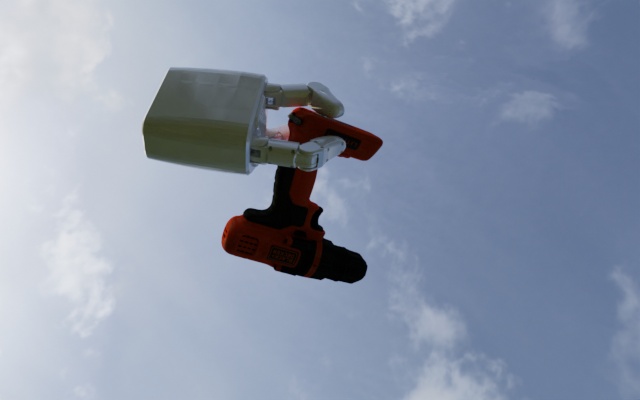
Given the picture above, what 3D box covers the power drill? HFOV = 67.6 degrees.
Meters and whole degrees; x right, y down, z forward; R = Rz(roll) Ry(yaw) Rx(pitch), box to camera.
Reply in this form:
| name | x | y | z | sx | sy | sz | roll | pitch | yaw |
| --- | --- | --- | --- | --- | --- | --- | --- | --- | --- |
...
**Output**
| name | x | y | z | sx | sy | sz | roll | pitch | yaw |
| --- | --- | --- | --- | --- | --- | --- | --- | --- | --- |
| power drill | 0.000 | 0.001 | 0.549 | 0.184 | 0.188 | 0.057 | 17 | 12 | -23 |
